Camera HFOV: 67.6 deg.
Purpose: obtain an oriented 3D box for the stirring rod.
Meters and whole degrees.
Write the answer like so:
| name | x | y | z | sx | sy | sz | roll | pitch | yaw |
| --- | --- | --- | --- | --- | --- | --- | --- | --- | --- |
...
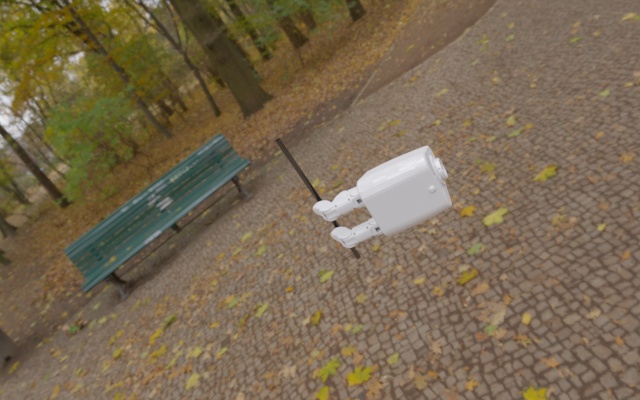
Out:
| name | x | y | z | sx | sy | sz | roll | pitch | yaw |
| --- | --- | --- | --- | --- | --- | --- | --- | --- | --- |
| stirring rod | 0.000 | 0.002 | 0.752 | 0.011 | 0.240 | 0.011 | -29 | 22 | 13 |
